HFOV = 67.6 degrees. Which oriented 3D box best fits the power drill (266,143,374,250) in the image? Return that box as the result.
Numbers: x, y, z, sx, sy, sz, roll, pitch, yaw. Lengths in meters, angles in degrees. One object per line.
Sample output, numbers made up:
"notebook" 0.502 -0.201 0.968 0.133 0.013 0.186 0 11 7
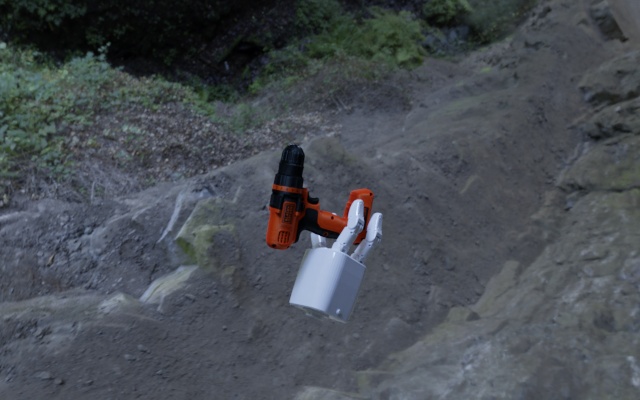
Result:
"power drill" 0.001 0.003 0.856 0.187 0.184 0.057 9 5 -24
